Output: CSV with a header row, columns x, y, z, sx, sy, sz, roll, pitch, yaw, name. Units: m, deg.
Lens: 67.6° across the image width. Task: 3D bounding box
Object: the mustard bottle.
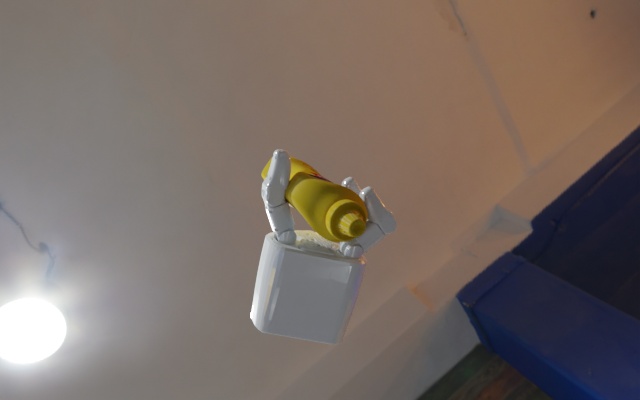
x,y,z,sx,sy,sz,roll,pitch,yaw,name
0.000,0.001,0.539,0.096,0.058,0.191,35,1,-27,mustard bottle
